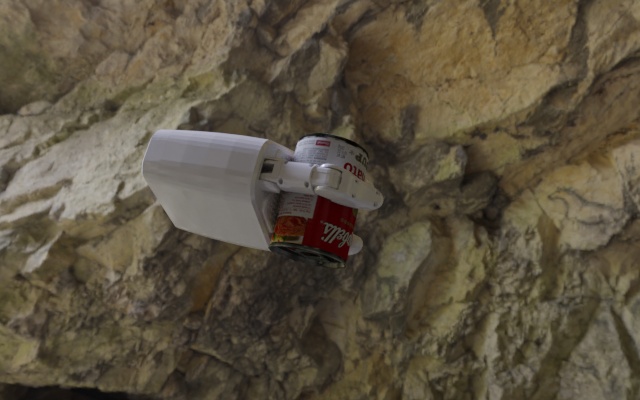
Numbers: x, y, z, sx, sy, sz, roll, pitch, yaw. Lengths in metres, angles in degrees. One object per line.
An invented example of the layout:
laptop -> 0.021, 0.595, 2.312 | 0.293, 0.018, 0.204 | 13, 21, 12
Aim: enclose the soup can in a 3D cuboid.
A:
soup can -> 0.001, 0.001, 0.418 | 0.068, 0.102, 0.068 | 13, -16, 4
